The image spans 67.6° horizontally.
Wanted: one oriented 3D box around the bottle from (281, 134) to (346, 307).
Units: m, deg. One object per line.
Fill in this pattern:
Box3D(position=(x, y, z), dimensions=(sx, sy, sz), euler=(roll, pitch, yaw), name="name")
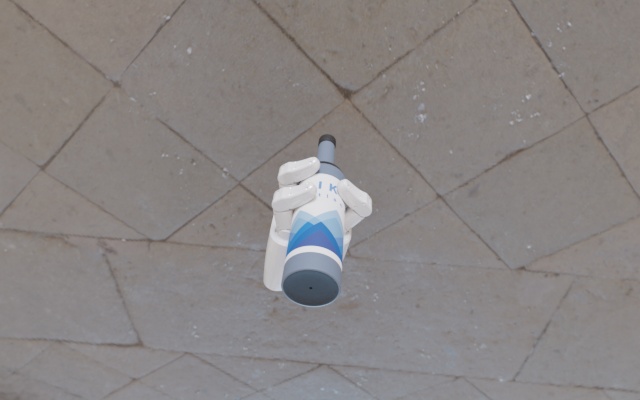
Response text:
Box3D(position=(0.000, 0.002, 0.636), dimensions=(0.069, 0.069, 0.295), euler=(0, 40, 6), name="bottle")
